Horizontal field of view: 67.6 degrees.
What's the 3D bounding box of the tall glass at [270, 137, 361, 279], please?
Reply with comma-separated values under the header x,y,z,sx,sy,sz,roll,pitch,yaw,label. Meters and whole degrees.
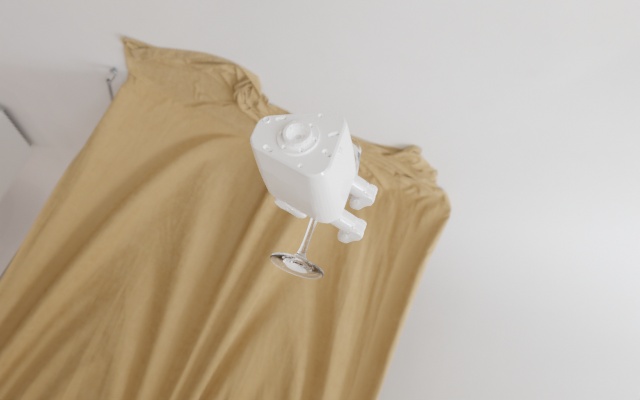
x,y,z,sx,sy,sz,roll,pitch,yaw,label
0.000,0.003,0.664,0.079,0.201,0.079,16,-26,8,tall glass
